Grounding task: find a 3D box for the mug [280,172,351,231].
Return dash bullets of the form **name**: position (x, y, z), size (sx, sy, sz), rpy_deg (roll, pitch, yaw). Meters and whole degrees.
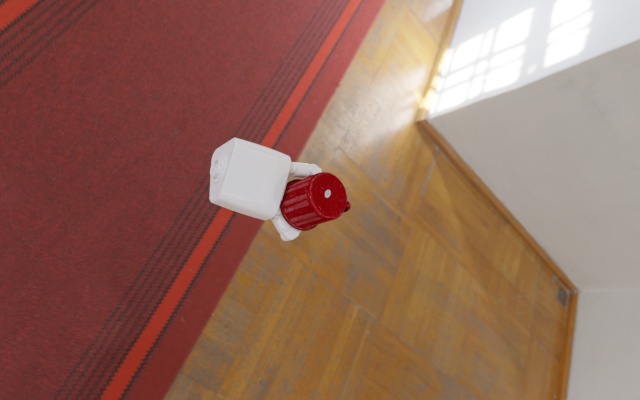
- **mug**: position (0.001, 0.003, 0.815), size (0.117, 0.093, 0.081), rpy_deg (18, -22, -33)
